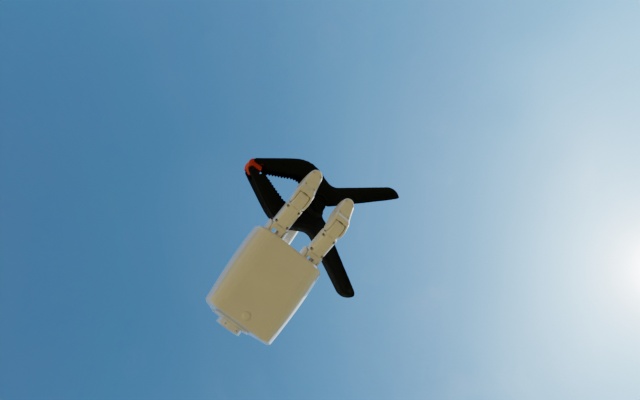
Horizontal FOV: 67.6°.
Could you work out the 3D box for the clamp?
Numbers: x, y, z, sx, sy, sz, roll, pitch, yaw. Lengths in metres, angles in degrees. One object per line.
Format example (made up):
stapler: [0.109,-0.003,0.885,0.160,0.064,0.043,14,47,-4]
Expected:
clamp: [-0.001,0.002,0.622,0.210,0.164,0.036,39,-23,-11]
